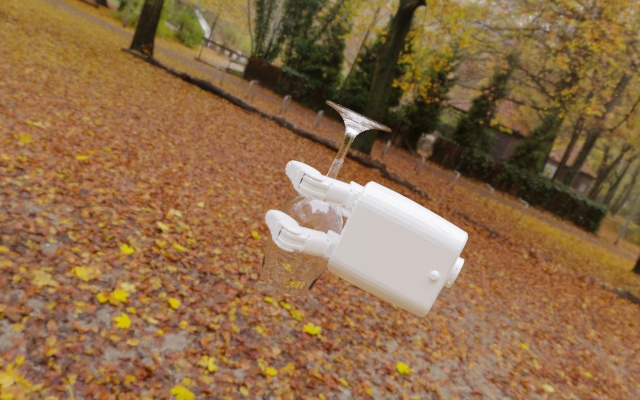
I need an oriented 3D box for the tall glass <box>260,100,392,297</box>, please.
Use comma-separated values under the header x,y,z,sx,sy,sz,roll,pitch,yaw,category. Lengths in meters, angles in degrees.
x,y,z,sx,sy,sz,roll,pitch,yaw,category
0.000,0.001,0.510,0.079,0.201,0.079,23,13,-6,tall glass
